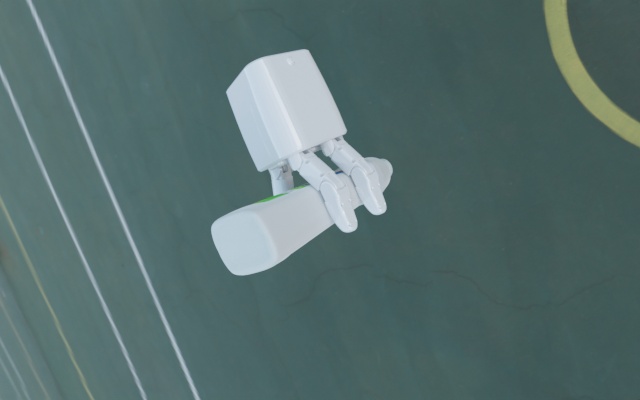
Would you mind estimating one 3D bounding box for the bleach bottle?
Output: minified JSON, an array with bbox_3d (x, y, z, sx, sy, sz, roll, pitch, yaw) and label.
[{"bbox_3d":[0.000,0.002,0.569,0.102,0.068,0.250,-20,6,46],"label":"bleach bottle"}]
